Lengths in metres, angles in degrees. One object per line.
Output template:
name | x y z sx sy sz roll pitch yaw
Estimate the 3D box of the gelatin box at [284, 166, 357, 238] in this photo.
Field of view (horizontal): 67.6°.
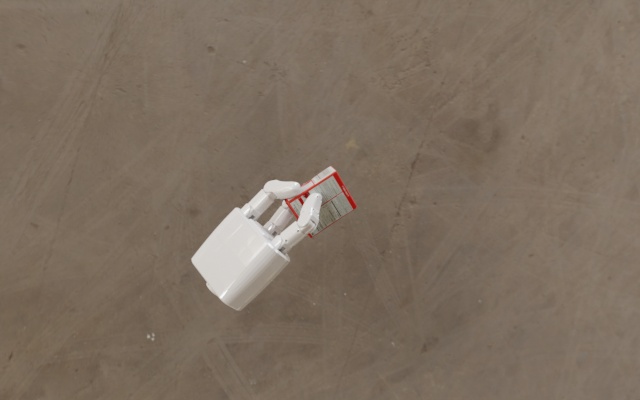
gelatin box | 0.001 0.002 0.725 0.089 0.073 0.030 -33 27 -1
